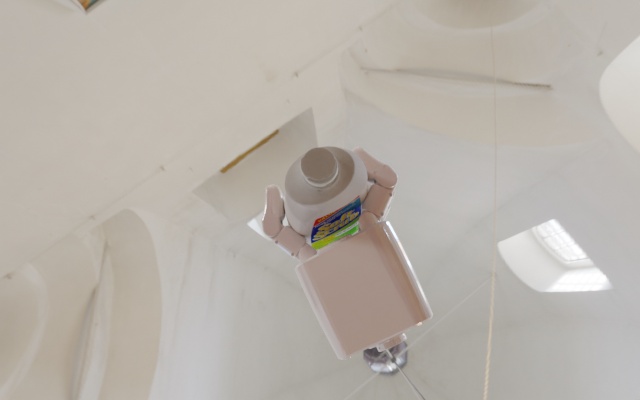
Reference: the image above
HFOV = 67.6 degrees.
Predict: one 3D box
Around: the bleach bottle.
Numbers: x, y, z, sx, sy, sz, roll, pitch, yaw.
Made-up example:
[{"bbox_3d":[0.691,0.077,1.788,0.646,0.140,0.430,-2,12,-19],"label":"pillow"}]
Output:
[{"bbox_3d":[0.000,0.002,0.511,0.102,0.068,0.251,-25,-14,-1],"label":"bleach bottle"}]
